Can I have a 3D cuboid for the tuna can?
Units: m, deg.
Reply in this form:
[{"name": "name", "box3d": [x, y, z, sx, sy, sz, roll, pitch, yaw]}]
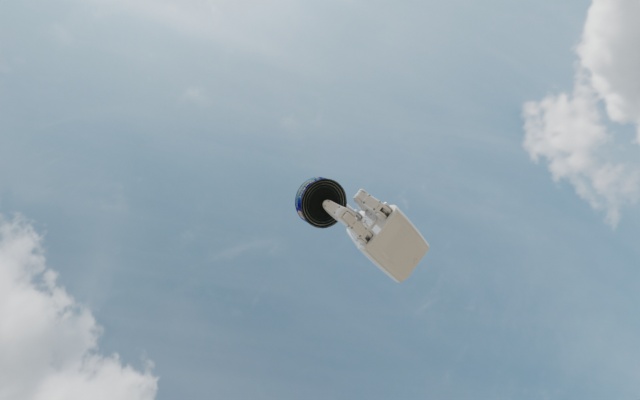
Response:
[{"name": "tuna can", "box3d": [0.000, 0.003, 0.822, 0.086, 0.086, 0.033, 0, 10, -25]}]
